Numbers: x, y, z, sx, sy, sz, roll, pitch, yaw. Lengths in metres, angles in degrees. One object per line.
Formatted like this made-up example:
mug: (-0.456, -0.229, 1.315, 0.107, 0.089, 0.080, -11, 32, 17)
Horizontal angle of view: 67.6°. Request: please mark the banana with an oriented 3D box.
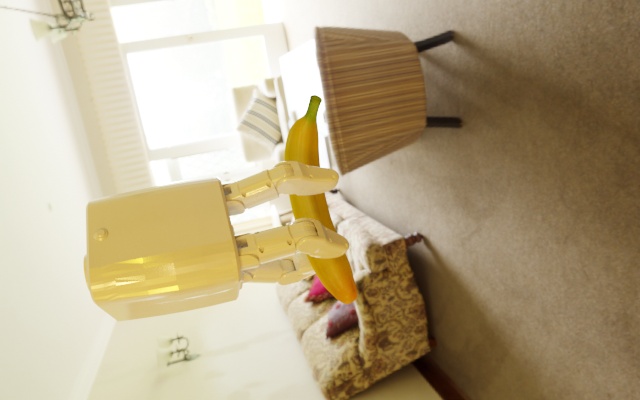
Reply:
banana: (-0.006, 0.003, 0.459, 0.037, 0.197, 0.070, -8, -13, -18)
